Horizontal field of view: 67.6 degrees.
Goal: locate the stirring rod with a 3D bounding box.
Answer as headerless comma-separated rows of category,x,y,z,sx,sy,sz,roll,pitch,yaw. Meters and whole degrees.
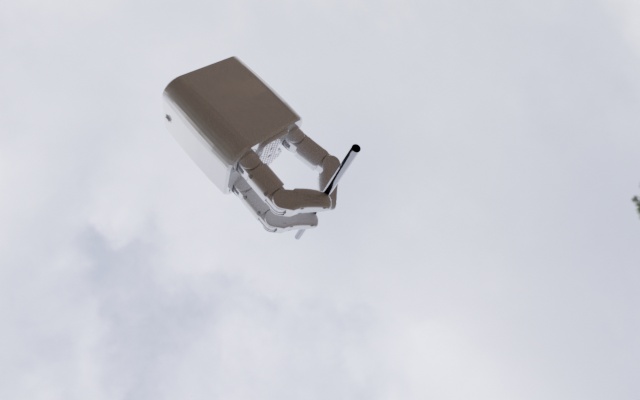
stirring rod,0.000,0.002,0.498,0.011,0.011,0.240,0,-22,-15
